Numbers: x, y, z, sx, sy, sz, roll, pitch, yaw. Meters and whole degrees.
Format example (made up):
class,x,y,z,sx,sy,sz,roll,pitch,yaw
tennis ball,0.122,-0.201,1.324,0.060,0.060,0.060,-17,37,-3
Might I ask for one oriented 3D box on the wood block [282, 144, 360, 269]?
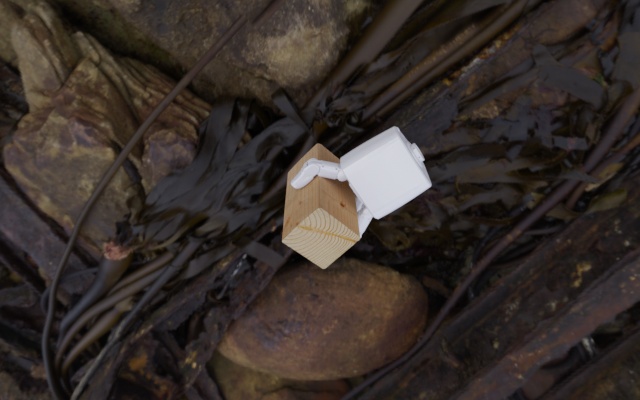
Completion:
class,x,y,z,sx,sy,sz,roll,pitch,yaw
wood block,0.000,0.002,0.818,0.091,0.090,0.206,37,26,-22
